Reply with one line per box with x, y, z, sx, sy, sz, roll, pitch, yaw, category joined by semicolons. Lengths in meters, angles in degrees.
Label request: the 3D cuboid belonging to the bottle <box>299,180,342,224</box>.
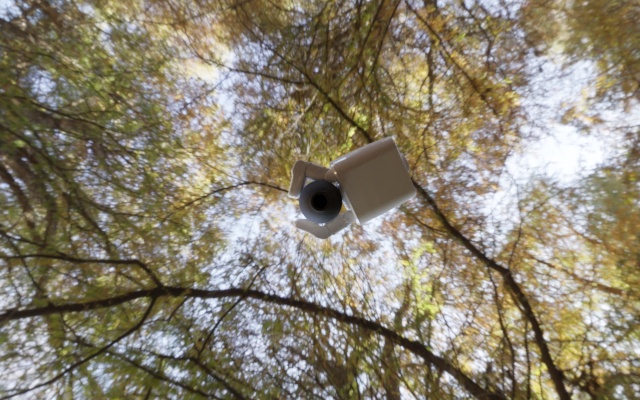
0.000;0.003;0.760;0.069;0.069;0.296;0;-1;0;bottle
